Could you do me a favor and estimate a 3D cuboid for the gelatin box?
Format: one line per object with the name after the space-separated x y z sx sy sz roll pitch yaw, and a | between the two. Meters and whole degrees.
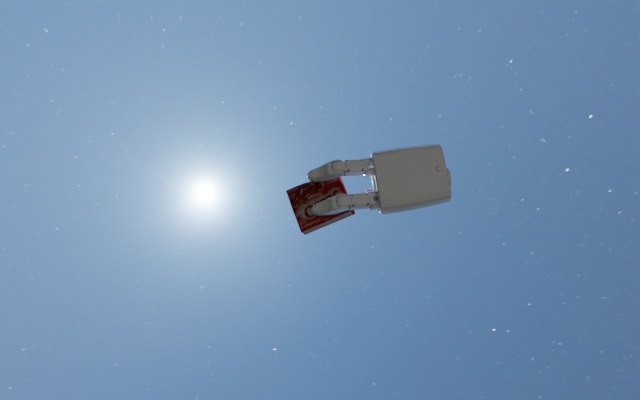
0.000 0.003 0.748 0.089 0.073 0.030 -23 -17 6 | gelatin box
